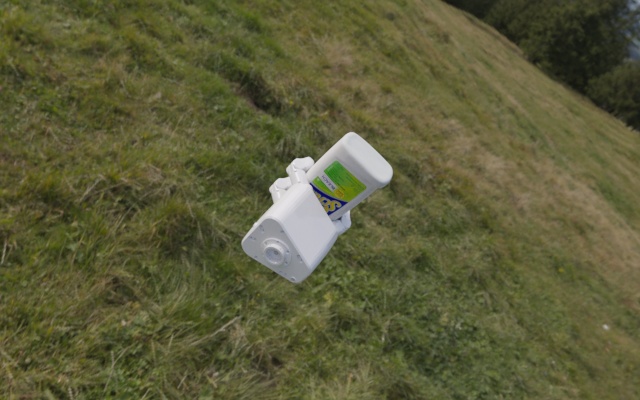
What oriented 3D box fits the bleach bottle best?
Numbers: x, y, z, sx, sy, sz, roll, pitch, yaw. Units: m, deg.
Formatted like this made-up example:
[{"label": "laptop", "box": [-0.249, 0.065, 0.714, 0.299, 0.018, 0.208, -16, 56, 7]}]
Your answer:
[{"label": "bleach bottle", "box": [0.000, 0.003, 0.802, 0.251, 0.102, 0.068, -44, 4, 35]}]
